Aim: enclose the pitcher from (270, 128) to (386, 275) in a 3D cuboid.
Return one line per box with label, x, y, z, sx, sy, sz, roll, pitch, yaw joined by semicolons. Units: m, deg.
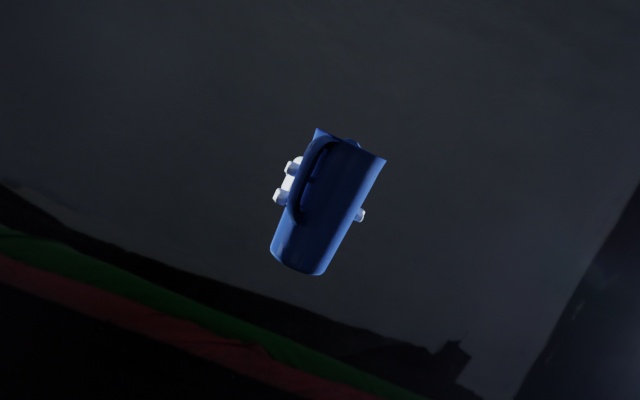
pitcher;0.000;0.003;0.835;0.149;0.243;0.145;23;8;-16
